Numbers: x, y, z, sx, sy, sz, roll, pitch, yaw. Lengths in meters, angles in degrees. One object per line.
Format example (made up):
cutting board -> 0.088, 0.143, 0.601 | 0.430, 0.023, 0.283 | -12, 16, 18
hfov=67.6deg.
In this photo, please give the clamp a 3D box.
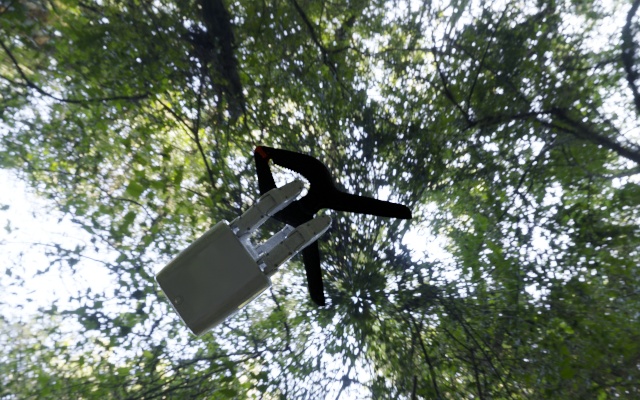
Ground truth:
clamp -> 0.000, 0.002, 0.603 | 0.164, 0.210, 0.036 | -37, -12, -9
